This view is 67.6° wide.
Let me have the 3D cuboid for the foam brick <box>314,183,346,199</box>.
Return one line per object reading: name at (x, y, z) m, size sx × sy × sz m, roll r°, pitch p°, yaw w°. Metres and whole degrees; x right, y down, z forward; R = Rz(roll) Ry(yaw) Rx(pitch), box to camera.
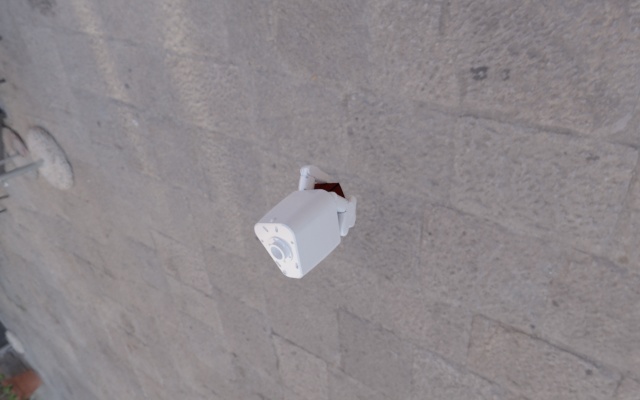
foam brick at (0.000, 0.003, 0.858) m, size 0.078 × 0.053 × 0.051 m, roll -2°, pitch 29°, yaw 44°
